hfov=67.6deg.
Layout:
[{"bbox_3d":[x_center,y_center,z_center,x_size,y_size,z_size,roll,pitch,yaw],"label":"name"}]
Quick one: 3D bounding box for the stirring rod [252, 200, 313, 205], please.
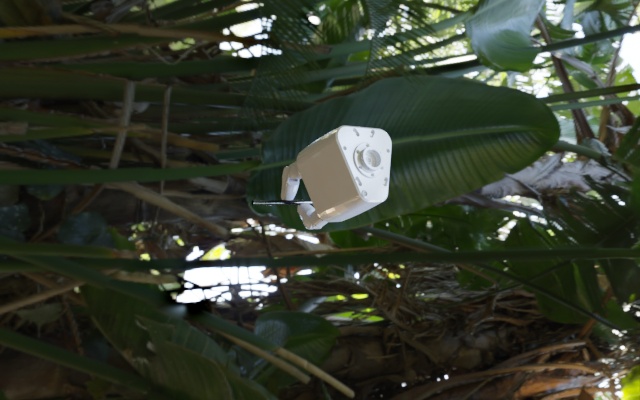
[{"bbox_3d":[0.000,0.003,0.785,0.239,0.011,0.011,0,0,-31],"label":"stirring rod"}]
